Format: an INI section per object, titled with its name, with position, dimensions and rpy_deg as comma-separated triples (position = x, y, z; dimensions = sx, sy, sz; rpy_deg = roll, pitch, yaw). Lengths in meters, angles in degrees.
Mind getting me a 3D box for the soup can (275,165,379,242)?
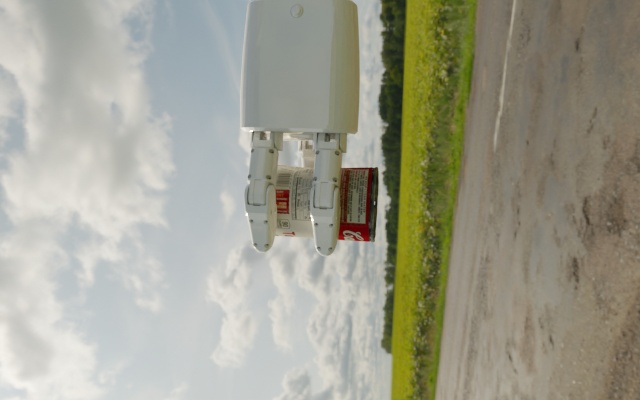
[soup can]
position = 0.000, 0.002, 0.436
dimensions = 0.102, 0.068, 0.068
rpy_deg = 3, 0, 9
